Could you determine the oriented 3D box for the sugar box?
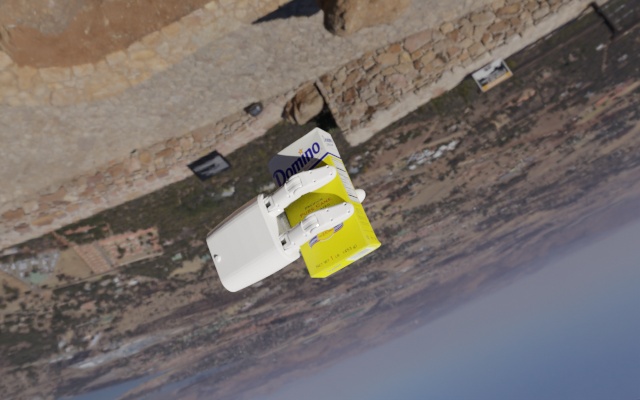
[{"bbox_3d":[0.000,0.002,0.630,0.093,0.176,0.048,-32,-19,21],"label":"sugar box"}]
